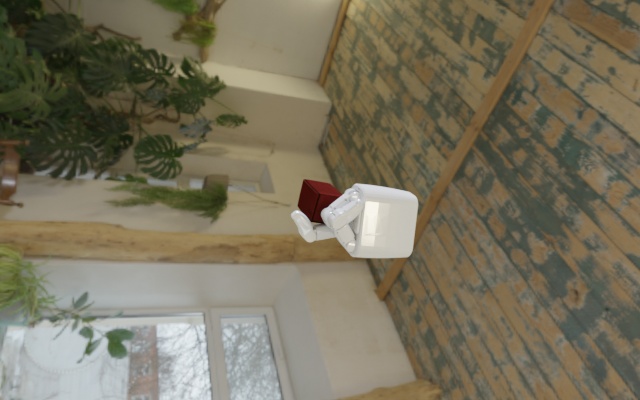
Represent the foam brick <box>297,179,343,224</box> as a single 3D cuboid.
[{"bbox_3d":[0.000,0.002,0.815,0.051,0.053,0.078,7,18,-24],"label":"foam brick"}]
